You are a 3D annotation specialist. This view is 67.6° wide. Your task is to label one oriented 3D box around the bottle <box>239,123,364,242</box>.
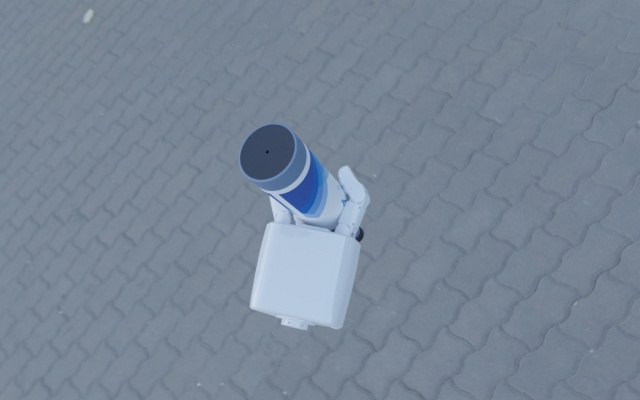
[{"bbox_3d":[0.000,0.002,0.606,0.069,0.069,0.296,0,-20,23],"label":"bottle"}]
